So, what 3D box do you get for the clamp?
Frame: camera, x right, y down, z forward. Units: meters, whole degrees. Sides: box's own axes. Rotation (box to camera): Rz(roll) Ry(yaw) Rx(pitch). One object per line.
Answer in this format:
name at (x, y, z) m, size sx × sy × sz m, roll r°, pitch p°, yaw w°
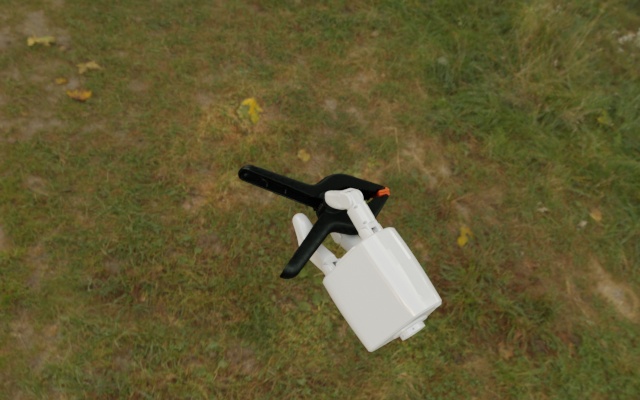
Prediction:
clamp at (0.001, 0.002, 0.644) m, size 0.210 × 0.164 × 0.036 m, roll -18°, pitch -23°, yaw -33°
